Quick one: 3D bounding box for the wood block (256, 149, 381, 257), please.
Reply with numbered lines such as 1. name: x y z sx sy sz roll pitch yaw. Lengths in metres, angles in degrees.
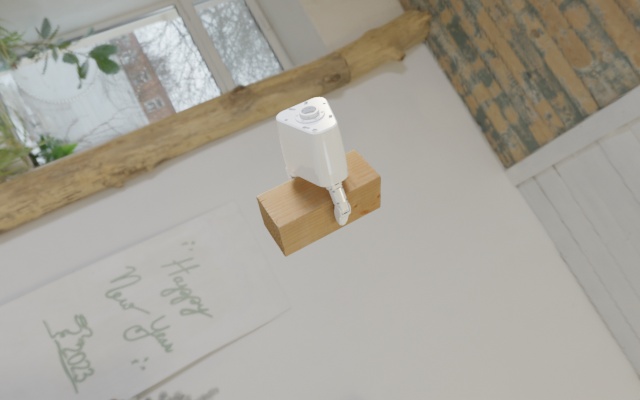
1. wood block: 0.000 0.003 0.873 0.206 0.090 0.090 -26 53 -16
